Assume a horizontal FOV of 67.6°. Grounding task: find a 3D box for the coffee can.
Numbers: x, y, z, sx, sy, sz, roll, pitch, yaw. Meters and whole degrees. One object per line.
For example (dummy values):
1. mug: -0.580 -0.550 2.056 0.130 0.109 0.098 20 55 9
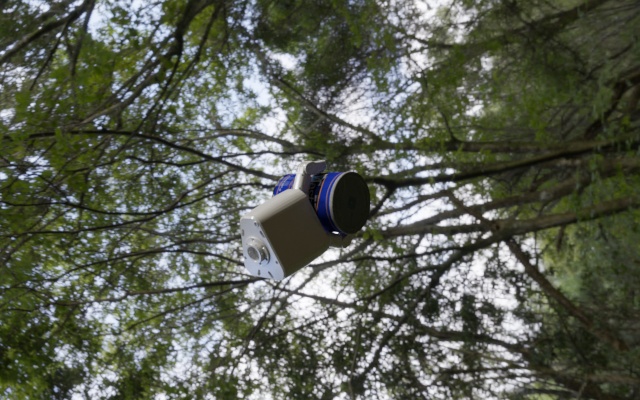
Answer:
1. coffee can: 0.000 0.003 0.825 0.140 0.103 0.103 1 1 41
